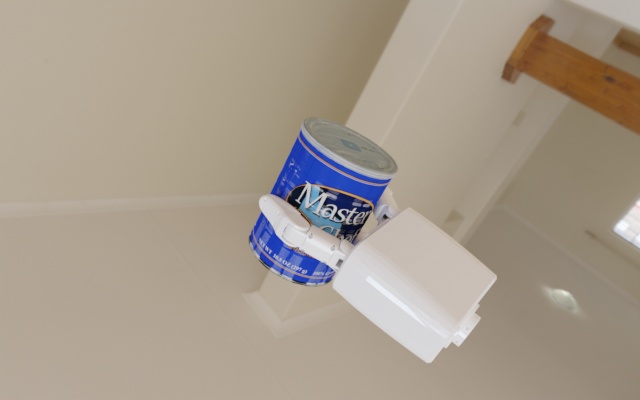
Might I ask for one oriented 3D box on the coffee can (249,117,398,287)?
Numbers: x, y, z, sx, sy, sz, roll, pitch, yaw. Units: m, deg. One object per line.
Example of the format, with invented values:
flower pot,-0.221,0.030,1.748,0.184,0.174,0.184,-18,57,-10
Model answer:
coffee can,0.000,0.001,0.489,0.103,0.140,0.102,23,24,-11
